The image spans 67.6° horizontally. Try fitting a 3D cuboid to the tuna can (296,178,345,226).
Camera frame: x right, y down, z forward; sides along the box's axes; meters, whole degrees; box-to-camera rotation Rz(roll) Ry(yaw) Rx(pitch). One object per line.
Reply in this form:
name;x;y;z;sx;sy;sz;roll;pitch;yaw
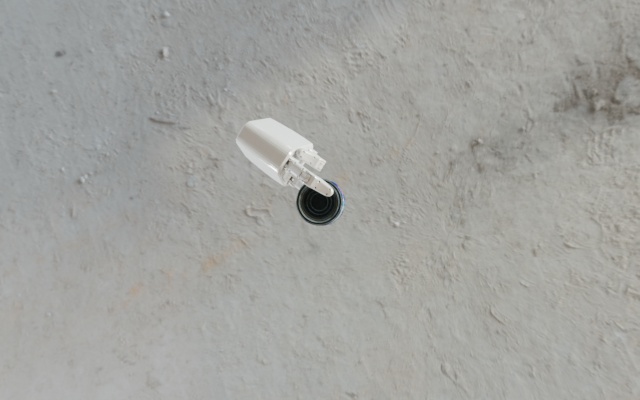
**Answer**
tuna can;0.000;0.003;0.855;0.086;0.086;0.034;0;-1;10
